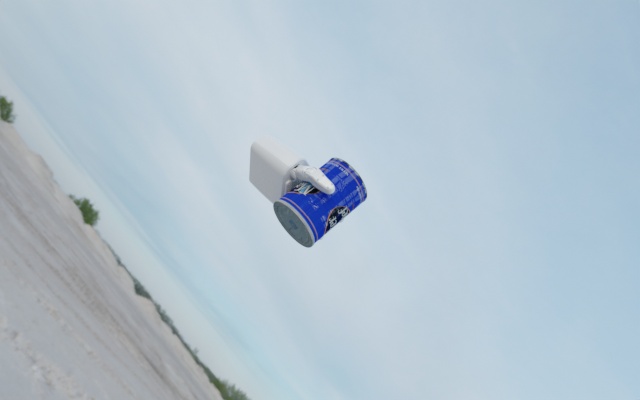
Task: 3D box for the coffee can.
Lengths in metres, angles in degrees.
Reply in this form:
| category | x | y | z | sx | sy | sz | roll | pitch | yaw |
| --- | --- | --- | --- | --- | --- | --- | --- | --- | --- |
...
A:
| category | x | y | z | sx | sy | sz | roll | pitch | yaw |
| --- | --- | --- | --- | --- | --- | --- | --- | --- | --- |
| coffee can | 0.000 | 0.003 | 0.864 | 0.140 | 0.103 | 0.103 | -39 | 17 | -22 |
